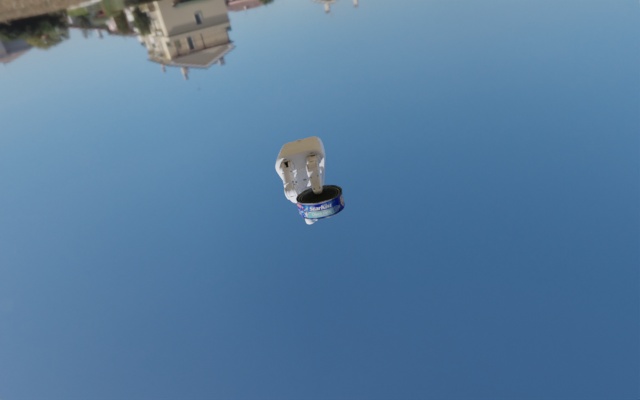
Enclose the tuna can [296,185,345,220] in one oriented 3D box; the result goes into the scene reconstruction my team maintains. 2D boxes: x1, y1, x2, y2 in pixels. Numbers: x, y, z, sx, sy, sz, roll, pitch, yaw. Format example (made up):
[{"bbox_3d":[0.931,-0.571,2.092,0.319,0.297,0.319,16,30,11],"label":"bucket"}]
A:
[{"bbox_3d":[0.000,0.003,0.870,0.086,0.034,0.086,-11,21,4],"label":"tuna can"}]
